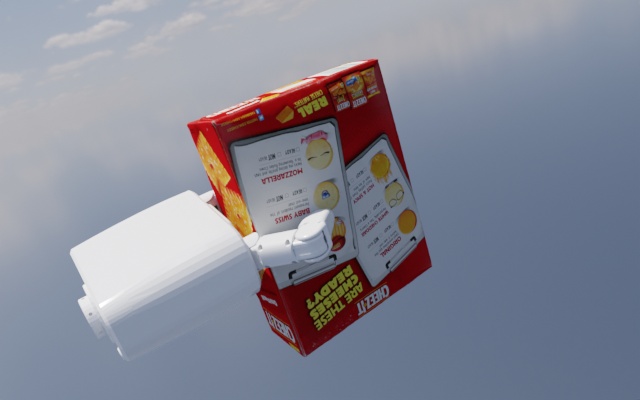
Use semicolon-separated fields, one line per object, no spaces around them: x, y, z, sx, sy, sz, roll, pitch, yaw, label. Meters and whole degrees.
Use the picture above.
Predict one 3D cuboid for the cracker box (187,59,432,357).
0.000;0.001;0.434;0.164;0.214;0.072;-28;21;-26;cracker box
